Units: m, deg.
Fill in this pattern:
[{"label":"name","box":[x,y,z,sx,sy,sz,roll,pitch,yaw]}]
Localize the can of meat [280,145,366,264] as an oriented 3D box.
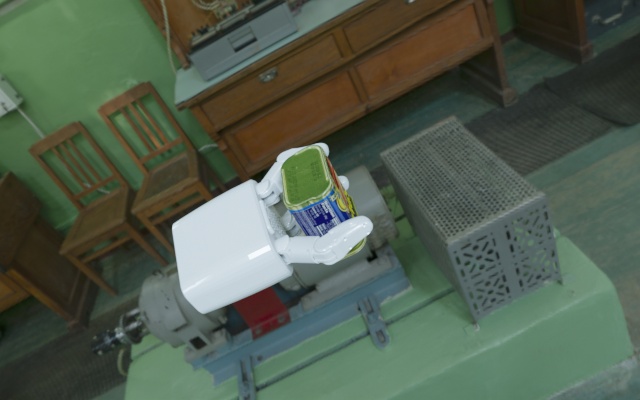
[{"label":"can of meat","box":[0.000,0.001,0.507,0.057,0.084,0.102,-25,35,8]}]
